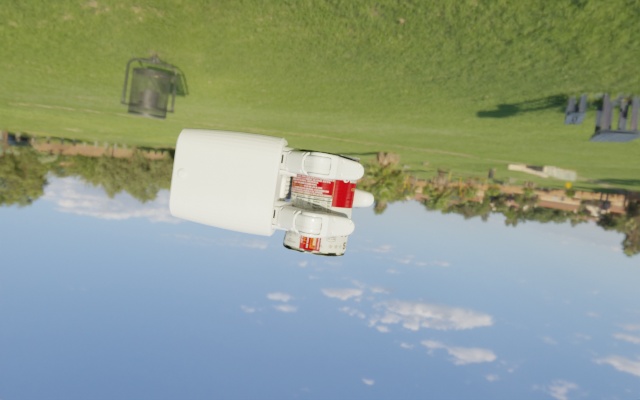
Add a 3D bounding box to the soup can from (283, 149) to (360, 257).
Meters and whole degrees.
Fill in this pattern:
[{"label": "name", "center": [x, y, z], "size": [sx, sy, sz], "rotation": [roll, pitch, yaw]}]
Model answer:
[{"label": "soup can", "center": [0.001, 0.002, 0.497], "size": [0.068, 0.102, 0.068], "rotation": [9, 3, 0]}]
